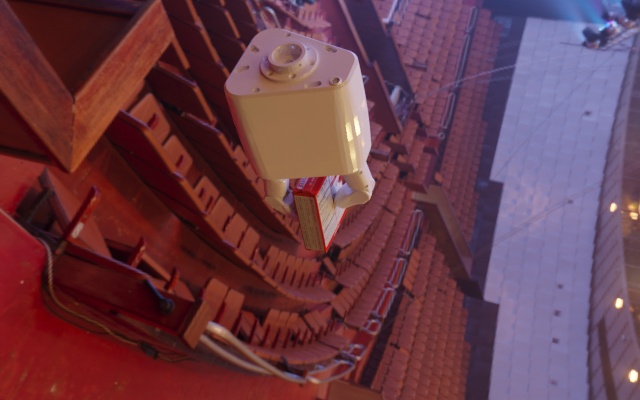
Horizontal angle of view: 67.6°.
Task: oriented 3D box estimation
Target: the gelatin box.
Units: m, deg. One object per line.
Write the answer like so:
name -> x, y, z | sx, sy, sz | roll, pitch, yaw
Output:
gelatin box -> 0.001, 0.002, 0.538 | 0.030, 0.089, 0.073 | 7, 43, 21
